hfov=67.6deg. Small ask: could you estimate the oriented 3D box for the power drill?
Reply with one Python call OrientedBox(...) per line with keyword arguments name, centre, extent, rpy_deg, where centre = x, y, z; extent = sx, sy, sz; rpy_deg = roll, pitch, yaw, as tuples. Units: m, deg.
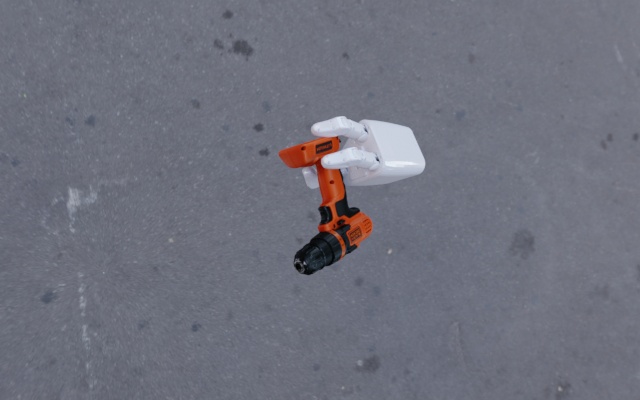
OrientedBox(name="power drill", centre=(0.000, 0.002, 0.730), extent=(0.057, 0.188, 0.184), rpy_deg=(-10, 11, 37))
